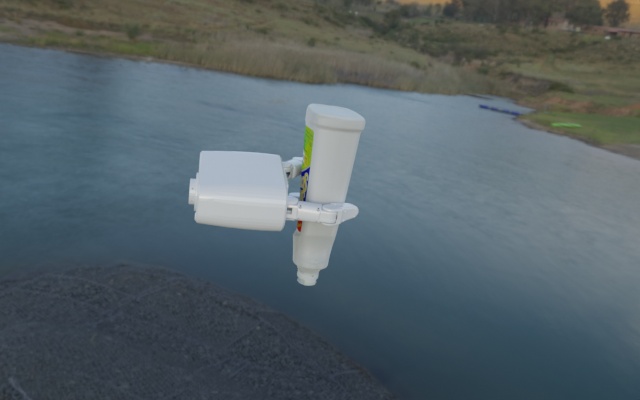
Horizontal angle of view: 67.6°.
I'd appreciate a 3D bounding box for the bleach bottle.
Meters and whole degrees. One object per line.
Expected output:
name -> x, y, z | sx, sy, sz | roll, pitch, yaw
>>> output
bleach bottle -> 0.000, 0.002, 0.648 | 0.068, 0.251, 0.102 | 5, 18, -13
